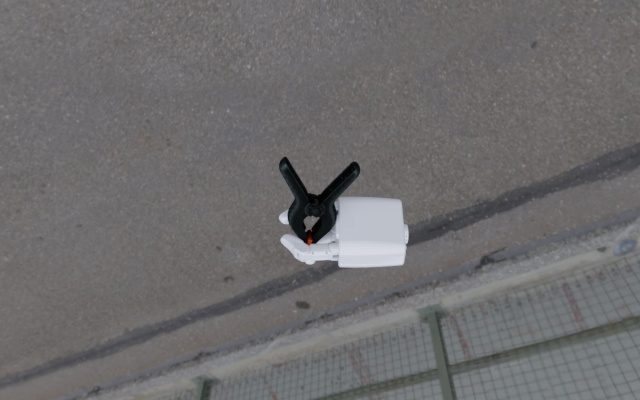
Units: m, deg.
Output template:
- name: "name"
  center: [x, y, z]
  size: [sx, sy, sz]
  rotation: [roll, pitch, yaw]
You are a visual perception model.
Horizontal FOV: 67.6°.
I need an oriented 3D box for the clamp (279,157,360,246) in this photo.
- name: "clamp"
  center: [0.000, 0.003, 0.748]
  size: [0.120, 0.172, 0.039]
  rotation: [0, 41, 2]
